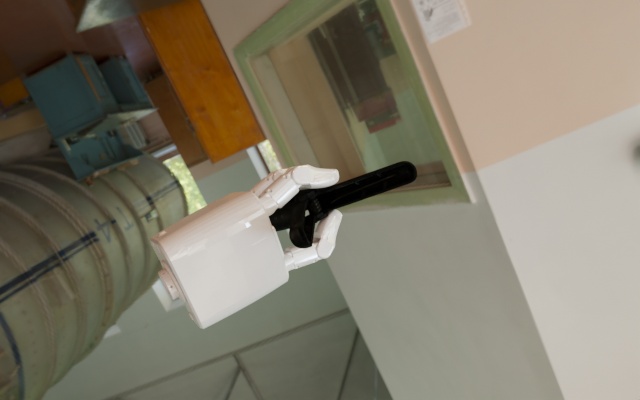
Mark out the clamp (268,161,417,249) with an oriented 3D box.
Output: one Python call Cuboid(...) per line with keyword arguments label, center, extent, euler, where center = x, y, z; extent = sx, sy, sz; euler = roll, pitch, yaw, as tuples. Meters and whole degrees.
Cuboid(label="clamp", center=(0.000, 0.003, 0.551), extent=(0.164, 0.036, 0.210), euler=(-27, 11, -24))
